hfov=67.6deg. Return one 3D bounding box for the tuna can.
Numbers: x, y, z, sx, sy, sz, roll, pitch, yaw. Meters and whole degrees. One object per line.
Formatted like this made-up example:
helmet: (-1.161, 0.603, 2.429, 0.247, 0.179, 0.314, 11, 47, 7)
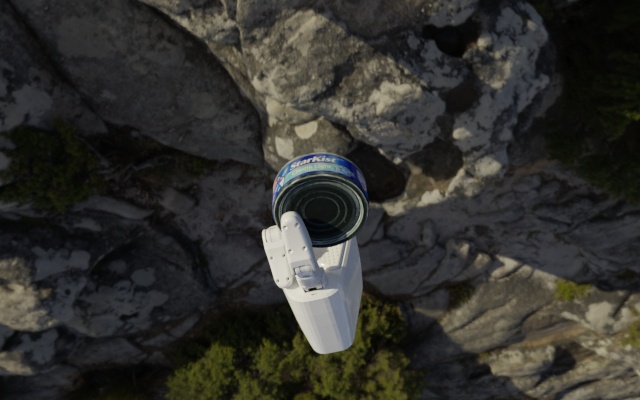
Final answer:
tuna can: (0.000, 0.002, 0.424, 0.086, 0.086, 0.033, 0, 38, -2)
